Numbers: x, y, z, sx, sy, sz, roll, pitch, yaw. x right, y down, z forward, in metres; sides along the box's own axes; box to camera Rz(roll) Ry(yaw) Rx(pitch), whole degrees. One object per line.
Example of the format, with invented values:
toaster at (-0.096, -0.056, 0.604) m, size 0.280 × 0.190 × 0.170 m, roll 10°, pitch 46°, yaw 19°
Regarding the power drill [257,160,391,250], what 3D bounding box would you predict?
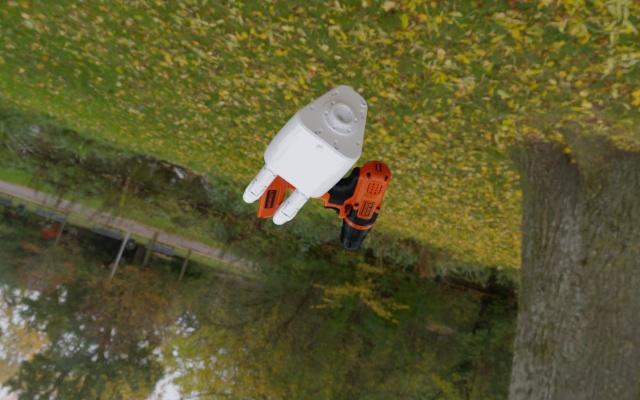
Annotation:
power drill at (0.000, 0.002, 0.743) m, size 0.187 × 0.185 × 0.057 m, roll 8°, pitch 44°, yaw -8°
